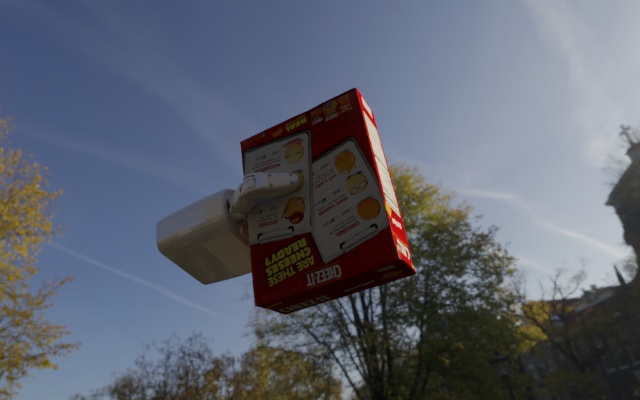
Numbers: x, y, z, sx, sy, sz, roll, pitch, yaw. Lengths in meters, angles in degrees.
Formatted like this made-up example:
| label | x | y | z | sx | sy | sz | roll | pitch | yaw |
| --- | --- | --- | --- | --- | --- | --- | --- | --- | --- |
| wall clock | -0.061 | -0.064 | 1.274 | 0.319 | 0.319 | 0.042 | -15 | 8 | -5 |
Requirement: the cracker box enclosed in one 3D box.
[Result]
| label | x | y | z | sx | sy | sz | roll | pitch | yaw |
| --- | --- | --- | --- | --- | --- | --- | --- | --- | --- |
| cracker box | 0.000 | 0.002 | 0.542 | 0.164 | 0.213 | 0.072 | -21 | -29 | 20 |
